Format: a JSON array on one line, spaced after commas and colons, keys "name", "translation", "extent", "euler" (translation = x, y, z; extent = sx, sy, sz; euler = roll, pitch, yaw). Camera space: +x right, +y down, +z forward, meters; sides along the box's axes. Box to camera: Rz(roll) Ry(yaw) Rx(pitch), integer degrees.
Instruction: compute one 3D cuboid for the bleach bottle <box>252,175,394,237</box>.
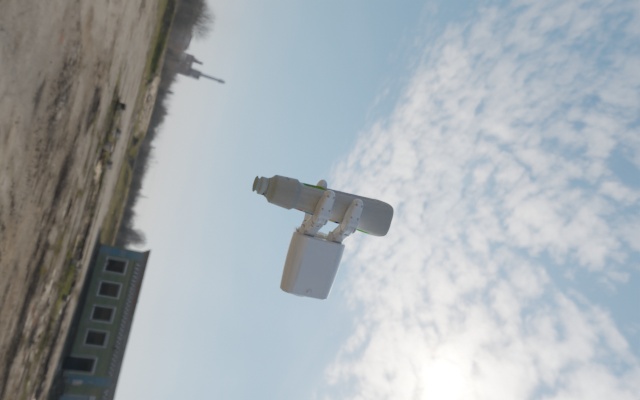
[{"name": "bleach bottle", "translation": [0.000, 0.003, 0.847], "extent": [0.251, 0.068, 0.102], "euler": [16, 1, -22]}]
